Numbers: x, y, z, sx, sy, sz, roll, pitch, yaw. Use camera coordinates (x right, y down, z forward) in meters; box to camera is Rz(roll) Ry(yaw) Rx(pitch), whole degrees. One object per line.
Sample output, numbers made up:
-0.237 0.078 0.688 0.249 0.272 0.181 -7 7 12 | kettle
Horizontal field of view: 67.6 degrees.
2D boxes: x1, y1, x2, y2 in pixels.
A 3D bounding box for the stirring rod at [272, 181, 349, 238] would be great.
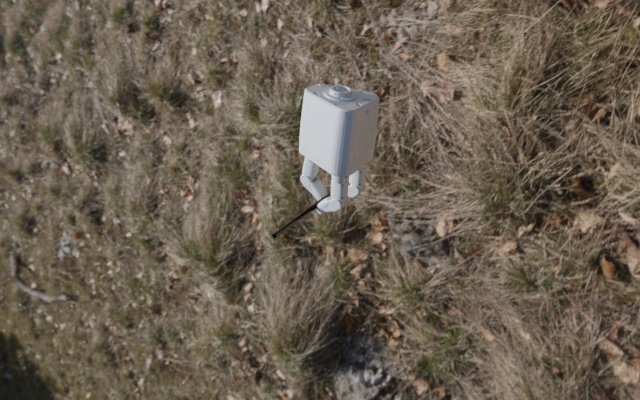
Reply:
0.000 0.002 0.790 0.011 0.011 0.239 0 25 39 | stirring rod
